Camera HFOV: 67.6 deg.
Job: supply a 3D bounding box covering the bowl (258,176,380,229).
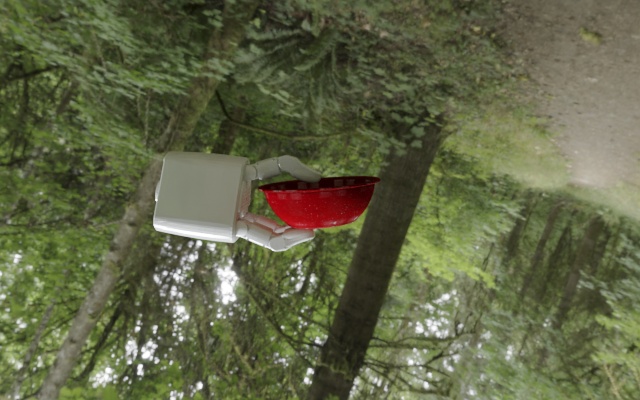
[{"bbox_3d":[0.001,0.002,0.632,0.162,0.055,0.162,-5,7,1],"label":"bowl"}]
